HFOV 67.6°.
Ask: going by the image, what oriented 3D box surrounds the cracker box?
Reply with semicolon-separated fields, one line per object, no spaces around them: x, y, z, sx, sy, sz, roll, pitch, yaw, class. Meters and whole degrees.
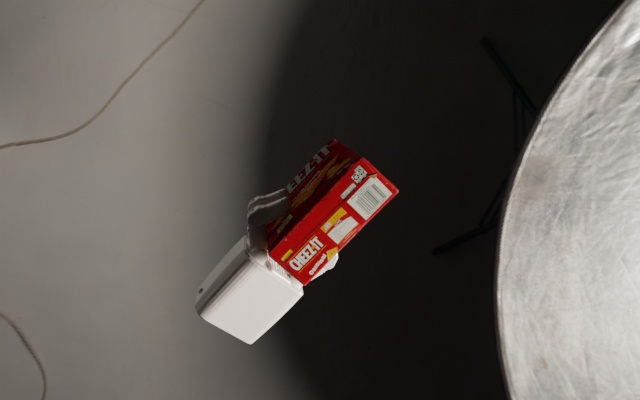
0.000;0.002;0.662;0.072;0.164;0.213;43;4;-15;cracker box
